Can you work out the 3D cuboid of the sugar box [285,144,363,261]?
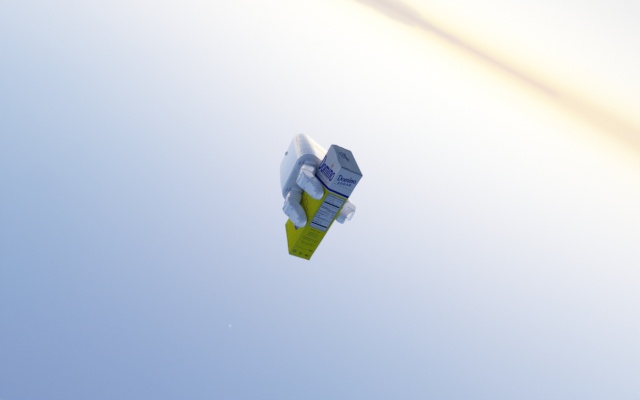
[{"bbox_3d":[0.000,0.002,0.780,0.048,0.176,0.093,19,25,-20],"label":"sugar box"}]
